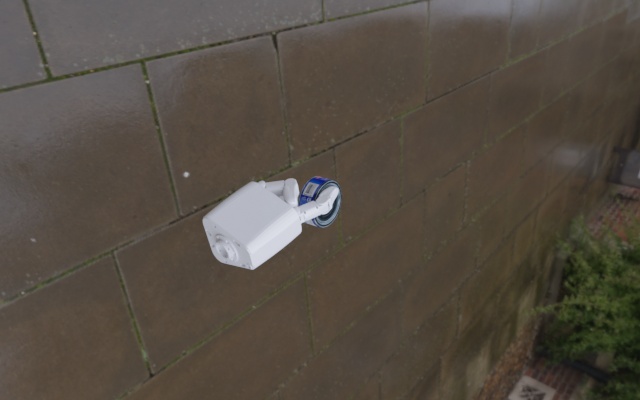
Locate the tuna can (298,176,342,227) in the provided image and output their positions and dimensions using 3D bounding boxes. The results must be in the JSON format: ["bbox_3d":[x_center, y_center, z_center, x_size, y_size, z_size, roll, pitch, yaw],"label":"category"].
[{"bbox_3d":[0.001,0.003,0.826,0.033,0.086,0.086,16,9,35],"label":"tuna can"}]
